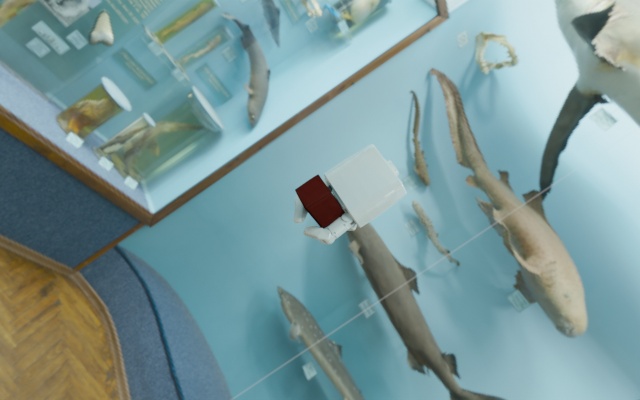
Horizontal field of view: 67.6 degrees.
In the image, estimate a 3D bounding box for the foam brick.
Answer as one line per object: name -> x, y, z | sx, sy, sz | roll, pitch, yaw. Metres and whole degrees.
foam brick -> 0.000, 0.003, 0.836 | 0.051, 0.053, 0.078 | -34, -38, 4
